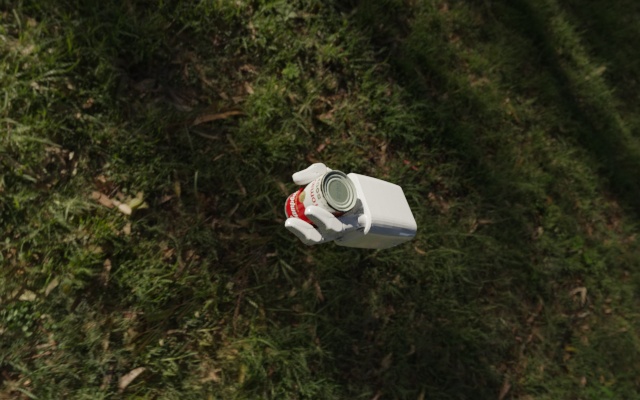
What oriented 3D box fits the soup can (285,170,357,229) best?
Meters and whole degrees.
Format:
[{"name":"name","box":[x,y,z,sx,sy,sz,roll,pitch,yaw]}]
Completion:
[{"name":"soup can","box":[0.000,0.002,0.736,0.068,0.068,0.102,0,-19,-37]}]
